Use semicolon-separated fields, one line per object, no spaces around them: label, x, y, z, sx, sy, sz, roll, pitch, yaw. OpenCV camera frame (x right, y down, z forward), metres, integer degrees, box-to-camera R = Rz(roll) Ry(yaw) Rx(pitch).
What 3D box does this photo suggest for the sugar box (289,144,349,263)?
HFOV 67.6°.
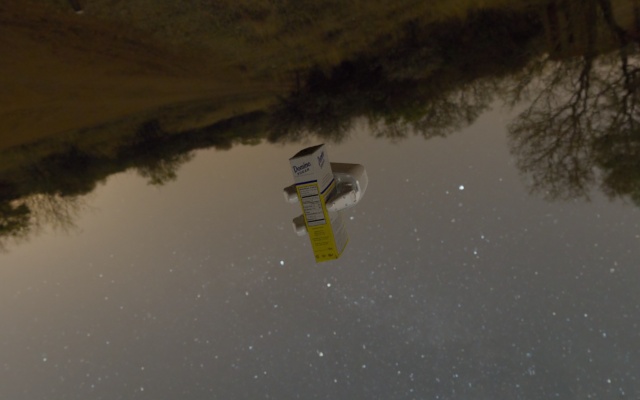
sugar box;0.000;0.003;0.783;0.048;0.176;0.093;-13;13;17
